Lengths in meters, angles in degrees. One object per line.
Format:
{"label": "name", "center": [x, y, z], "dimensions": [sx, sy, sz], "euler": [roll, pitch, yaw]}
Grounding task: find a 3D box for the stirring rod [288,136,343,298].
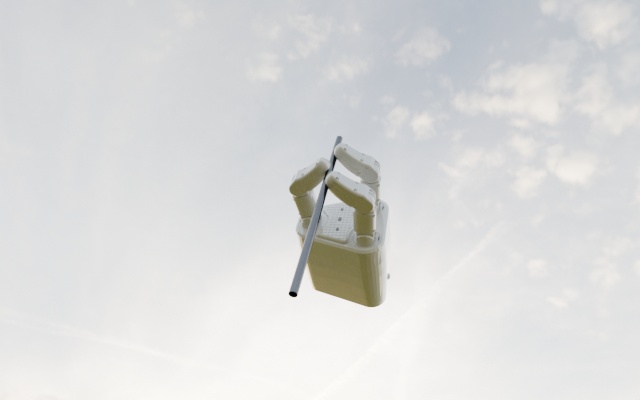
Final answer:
{"label": "stirring rod", "center": [0.000, 0.002, 0.484], "dimensions": [0.011, 0.011, 0.239], "euler": [0, 39, 14]}
